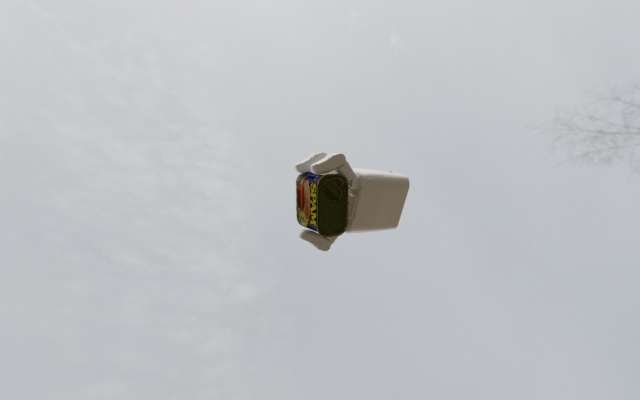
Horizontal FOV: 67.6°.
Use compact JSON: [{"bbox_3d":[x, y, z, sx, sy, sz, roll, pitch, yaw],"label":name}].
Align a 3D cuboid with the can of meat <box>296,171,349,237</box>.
[{"bbox_3d":[0.000,0.003,0.796,0.057,0.102,0.084,-4,10,-29],"label":"can of meat"}]
